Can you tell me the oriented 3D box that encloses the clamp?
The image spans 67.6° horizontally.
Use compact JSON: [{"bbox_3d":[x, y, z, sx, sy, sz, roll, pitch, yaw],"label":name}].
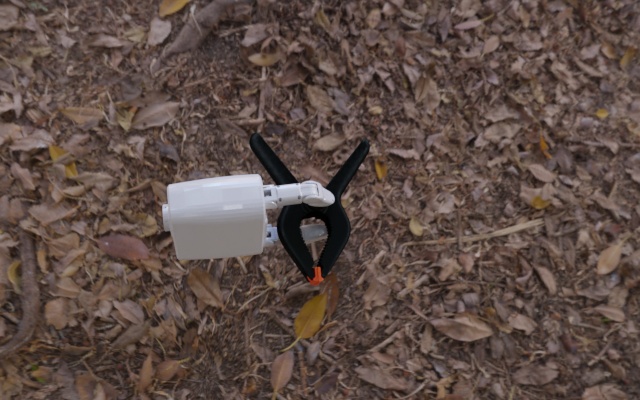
[{"bbox_3d":[0.000,0.002,0.622,0.164,0.210,0.036,-6,-18,-12],"label":"clamp"}]
